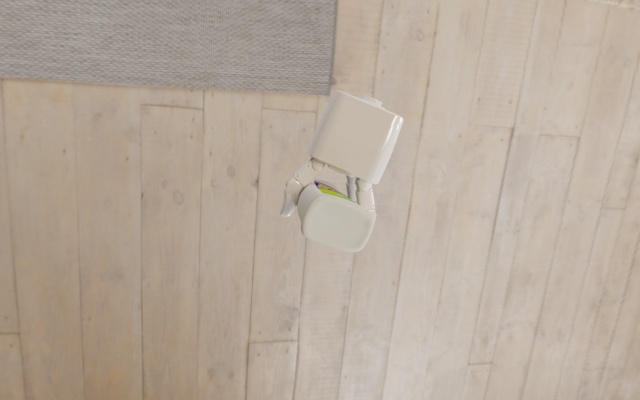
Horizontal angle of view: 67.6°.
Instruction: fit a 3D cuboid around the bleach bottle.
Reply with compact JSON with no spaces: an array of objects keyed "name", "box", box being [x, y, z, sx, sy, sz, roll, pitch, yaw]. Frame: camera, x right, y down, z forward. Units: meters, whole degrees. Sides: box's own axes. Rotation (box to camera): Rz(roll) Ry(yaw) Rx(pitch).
[{"name":"bleach bottle","box":[0.000,0.003,0.757,0.102,0.068,0.250,20,10,-17]}]
